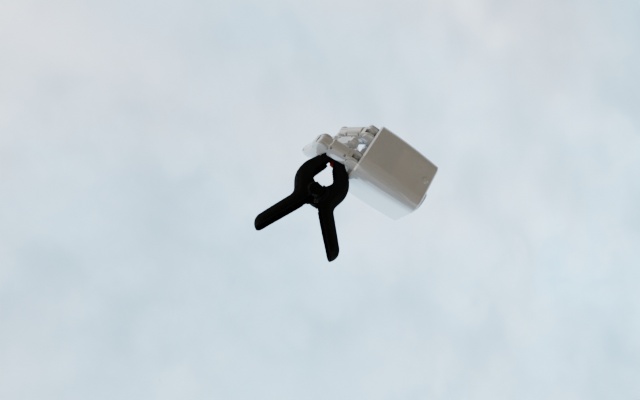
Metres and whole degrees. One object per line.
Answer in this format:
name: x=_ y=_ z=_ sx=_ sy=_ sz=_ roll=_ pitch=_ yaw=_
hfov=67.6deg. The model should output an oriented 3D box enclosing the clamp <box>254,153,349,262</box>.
clamp: x=0.000 y=0.002 z=0.669 sx=0.120 sy=0.171 sz=0.039 roll=34 pitch=-26 yaw=1
